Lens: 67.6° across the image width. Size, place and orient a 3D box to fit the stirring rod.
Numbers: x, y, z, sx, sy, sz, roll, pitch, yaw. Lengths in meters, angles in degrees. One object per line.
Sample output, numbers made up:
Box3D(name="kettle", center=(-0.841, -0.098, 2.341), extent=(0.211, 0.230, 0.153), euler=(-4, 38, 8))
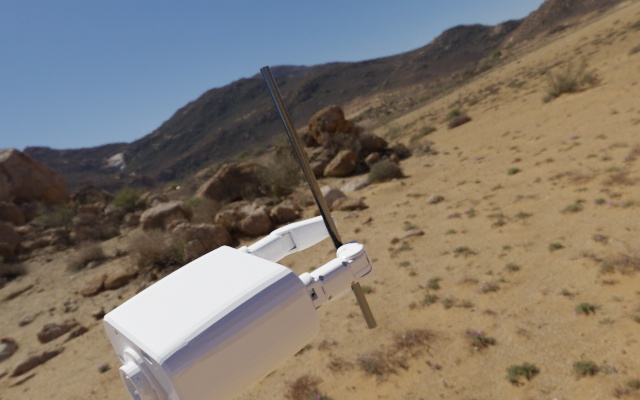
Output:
Box3D(name="stirring rod", center=(0.000, 0.001, 0.406), extent=(0.011, 0.239, 0.011), euler=(-22, 7, 3))
